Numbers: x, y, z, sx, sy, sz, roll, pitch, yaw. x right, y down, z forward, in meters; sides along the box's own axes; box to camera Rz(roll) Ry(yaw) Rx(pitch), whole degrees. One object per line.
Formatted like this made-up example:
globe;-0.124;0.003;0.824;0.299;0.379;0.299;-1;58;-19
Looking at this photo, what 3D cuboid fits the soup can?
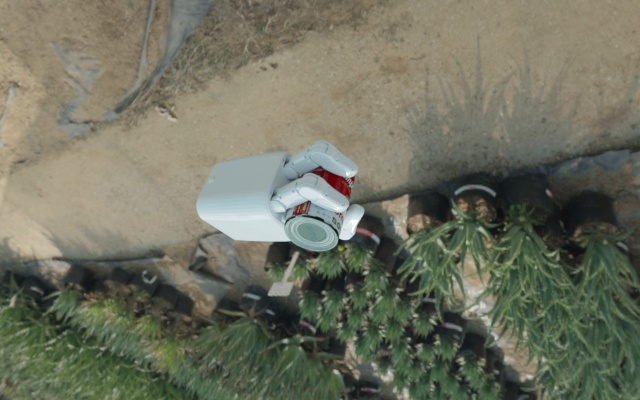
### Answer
soup can;0.001;0.002;0.584;0.068;0.102;0.069;10;-39;8
